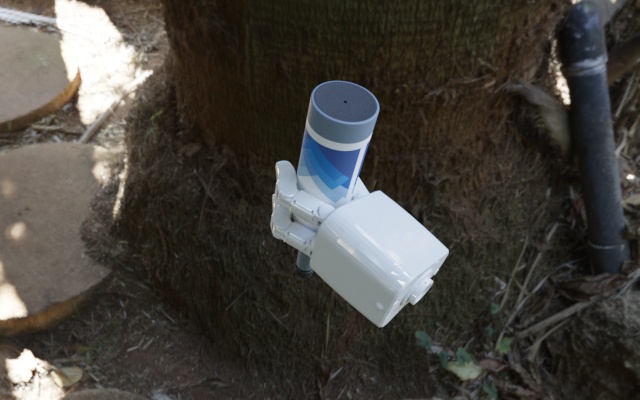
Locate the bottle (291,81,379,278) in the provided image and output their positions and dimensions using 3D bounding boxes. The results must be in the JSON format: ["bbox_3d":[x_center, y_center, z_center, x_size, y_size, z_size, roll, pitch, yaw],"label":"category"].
[{"bbox_3d":[0.000,0.002,0.562,0.069,0.069,0.296,0,-41,-12],"label":"bottle"}]
